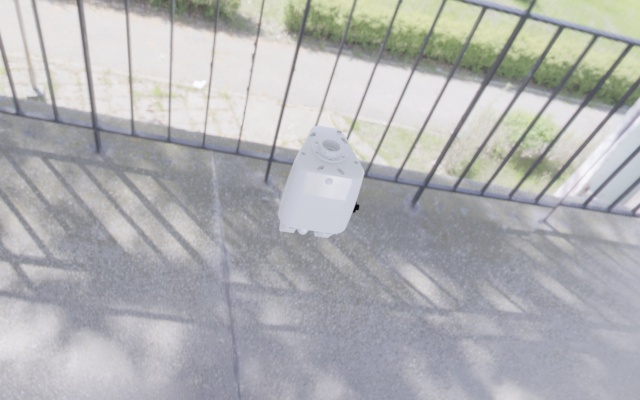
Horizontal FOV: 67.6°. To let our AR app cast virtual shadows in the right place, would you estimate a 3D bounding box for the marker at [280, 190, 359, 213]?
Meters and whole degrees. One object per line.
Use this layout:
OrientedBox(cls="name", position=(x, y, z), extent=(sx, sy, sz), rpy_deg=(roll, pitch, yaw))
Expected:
OrientedBox(cls="marker", position=(0.000, 0.002, 0.722), extent=(0.121, 0.020, 0.020), rpy_deg=(8, -2, -11))
